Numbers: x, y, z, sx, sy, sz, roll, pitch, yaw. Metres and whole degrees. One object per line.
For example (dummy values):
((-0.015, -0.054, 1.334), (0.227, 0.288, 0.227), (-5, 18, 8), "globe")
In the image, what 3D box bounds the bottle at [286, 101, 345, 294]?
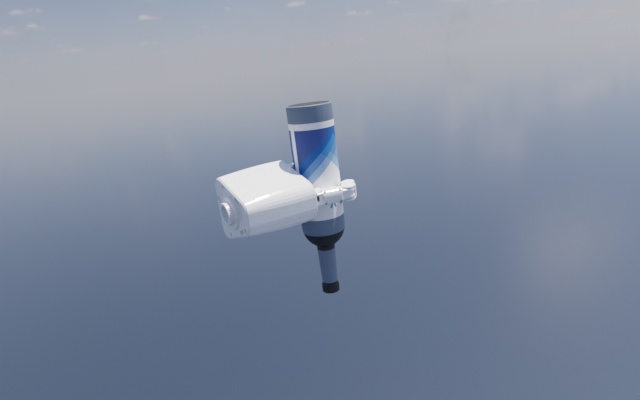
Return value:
((0.000, 0.002, 0.723), (0.069, 0.296, 0.069), (-6, 16, 2), "bottle")
